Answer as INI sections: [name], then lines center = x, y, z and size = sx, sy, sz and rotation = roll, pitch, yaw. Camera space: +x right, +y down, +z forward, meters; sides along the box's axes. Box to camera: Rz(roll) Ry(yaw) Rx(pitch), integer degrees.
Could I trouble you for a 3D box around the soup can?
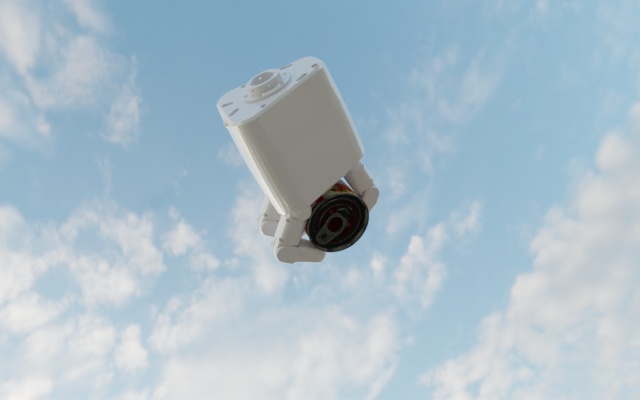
[soup can]
center = 0.000, 0.002, 0.523
size = 0.068, 0.068, 0.102
rotation = 0, 26, -24
